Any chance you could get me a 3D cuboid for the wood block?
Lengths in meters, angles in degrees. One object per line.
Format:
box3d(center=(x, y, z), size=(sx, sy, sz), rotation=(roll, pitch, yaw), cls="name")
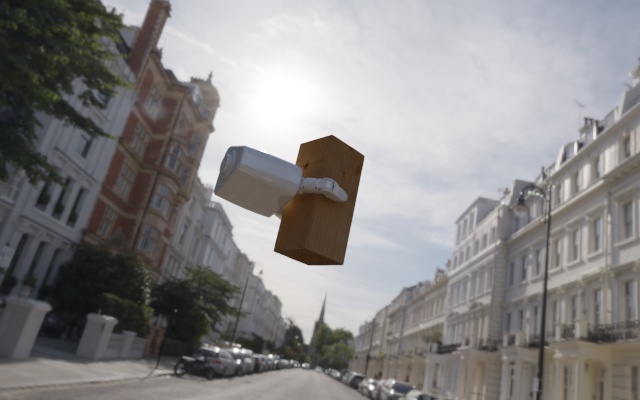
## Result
box3d(center=(0.000, 0.002, 0.834), size=(0.090, 0.206, 0.091), rotation=(28, -24, -37), cls="wood block")
